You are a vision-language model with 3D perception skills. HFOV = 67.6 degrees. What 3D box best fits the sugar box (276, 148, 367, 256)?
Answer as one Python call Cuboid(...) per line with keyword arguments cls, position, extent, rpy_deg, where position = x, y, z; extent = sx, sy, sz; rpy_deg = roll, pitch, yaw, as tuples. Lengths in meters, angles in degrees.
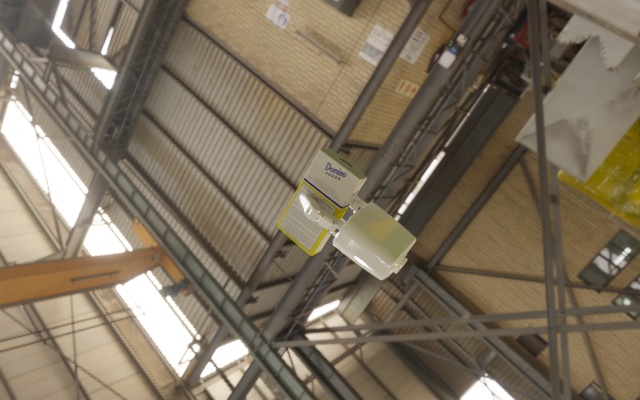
Cuboid(cls="sugar box", position=(0.000, 0.003, 0.863), extent=(0.093, 0.176, 0.048), rpy_deg=(39, 22, 16))
